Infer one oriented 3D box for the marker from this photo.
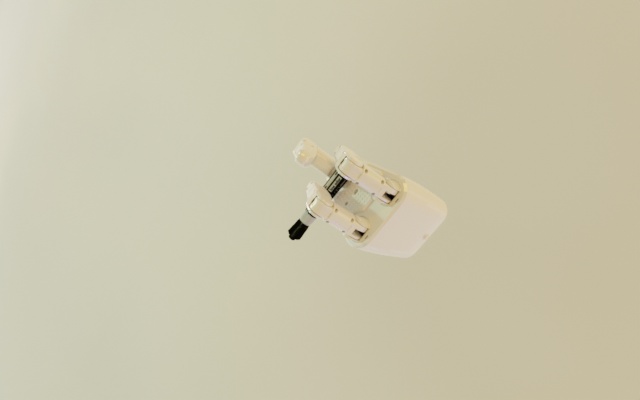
[{"bbox_3d":[0.000,0.002,0.570,0.020,0.121,0.020,34,19,-13],"label":"marker"}]
